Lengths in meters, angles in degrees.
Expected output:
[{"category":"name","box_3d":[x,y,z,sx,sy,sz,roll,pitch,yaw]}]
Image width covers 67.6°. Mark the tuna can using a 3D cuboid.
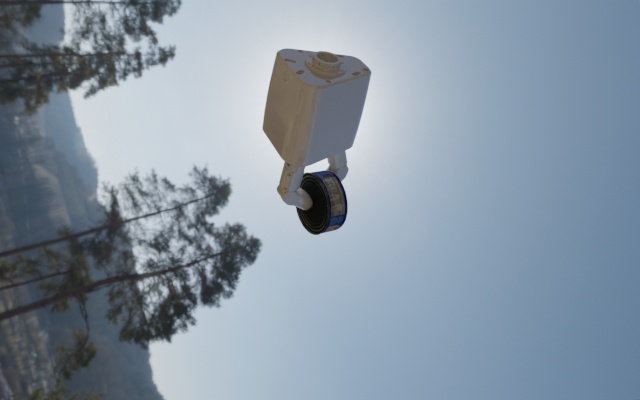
[{"category":"tuna can","box_3d":[0.001,0.002,0.653,0.034,0.086,0.086,-11,6,-32]}]
